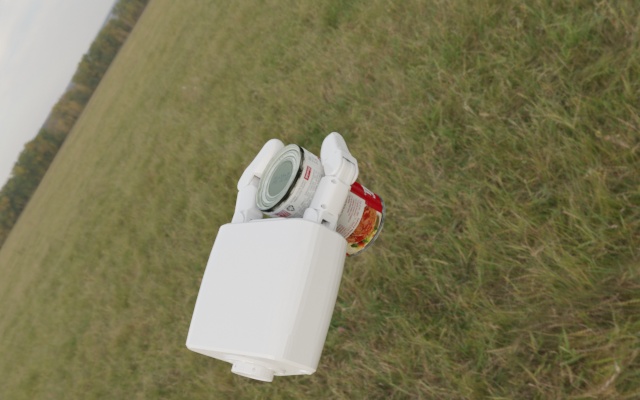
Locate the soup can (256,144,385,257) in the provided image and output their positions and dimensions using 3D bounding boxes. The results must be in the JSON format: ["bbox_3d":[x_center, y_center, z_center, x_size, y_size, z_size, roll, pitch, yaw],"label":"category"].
[{"bbox_3d":[0.000,0.001,0.438,0.102,0.068,0.068,30,-16,-30],"label":"soup can"}]
